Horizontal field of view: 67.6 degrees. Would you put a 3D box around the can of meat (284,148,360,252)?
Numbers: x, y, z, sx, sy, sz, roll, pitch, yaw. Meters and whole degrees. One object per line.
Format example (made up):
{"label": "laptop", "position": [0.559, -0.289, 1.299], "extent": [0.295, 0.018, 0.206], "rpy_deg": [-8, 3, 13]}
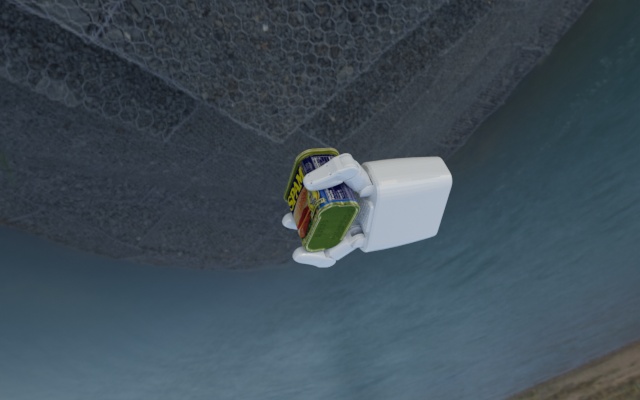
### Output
{"label": "can of meat", "position": [0.000, 0.002, 0.579], "extent": [0.057, 0.084, 0.102], "rpy_deg": [-5, -36, -24]}
